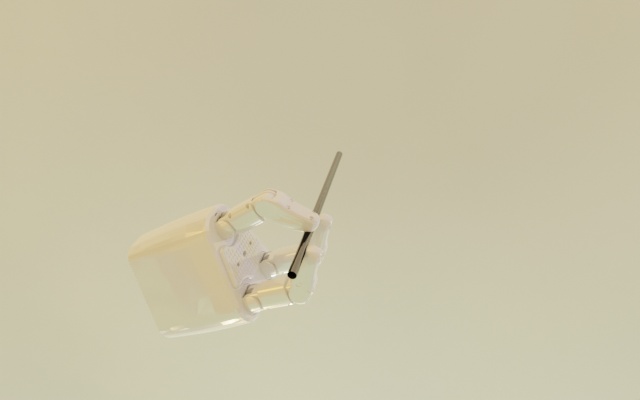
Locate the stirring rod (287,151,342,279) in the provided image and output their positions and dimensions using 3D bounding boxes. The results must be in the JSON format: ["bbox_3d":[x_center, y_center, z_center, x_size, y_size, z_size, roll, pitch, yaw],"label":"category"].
[{"bbox_3d":[0.000,0.002,0.487,0.011,0.011,0.239,0,29,13],"label":"stirring rod"}]
